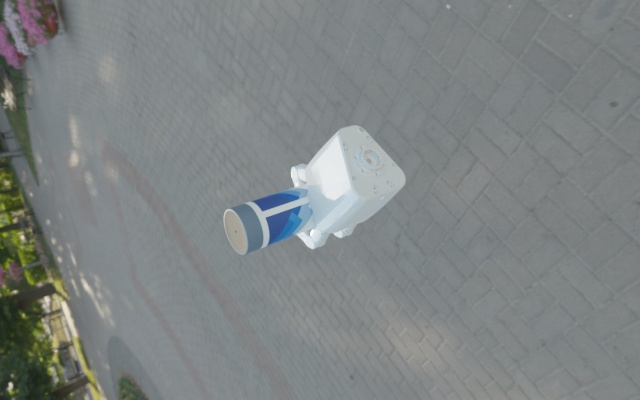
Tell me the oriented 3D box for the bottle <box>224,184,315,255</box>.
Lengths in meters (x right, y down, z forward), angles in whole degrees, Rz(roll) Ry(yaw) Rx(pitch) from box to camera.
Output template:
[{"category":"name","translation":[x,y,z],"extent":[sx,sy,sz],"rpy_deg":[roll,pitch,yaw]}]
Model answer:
[{"category":"bottle","translation":[0.000,0.002,0.729],"extent":[0.295,0.069,0.069],"rpy_deg":[-19,11,-34]}]
